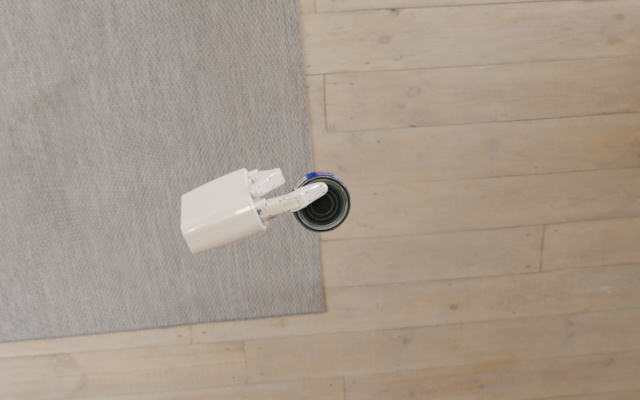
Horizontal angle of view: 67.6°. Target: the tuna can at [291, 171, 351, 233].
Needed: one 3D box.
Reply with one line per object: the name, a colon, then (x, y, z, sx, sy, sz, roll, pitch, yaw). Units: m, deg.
tuna can: (0.000, 0.002, 0.686, 0.086, 0.086, 0.033, 0, 13, -9)
